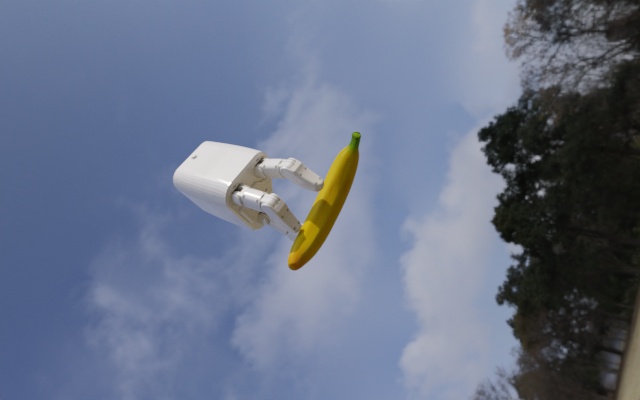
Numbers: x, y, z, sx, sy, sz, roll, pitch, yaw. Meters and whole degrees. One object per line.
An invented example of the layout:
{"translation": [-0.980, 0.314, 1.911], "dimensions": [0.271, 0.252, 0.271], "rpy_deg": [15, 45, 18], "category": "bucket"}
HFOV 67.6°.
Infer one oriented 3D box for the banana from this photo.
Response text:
{"translation": [0.006, 0.004, 0.639], "dimensions": [0.037, 0.197, 0.070], "rpy_deg": [21, -10, 21], "category": "banana"}
